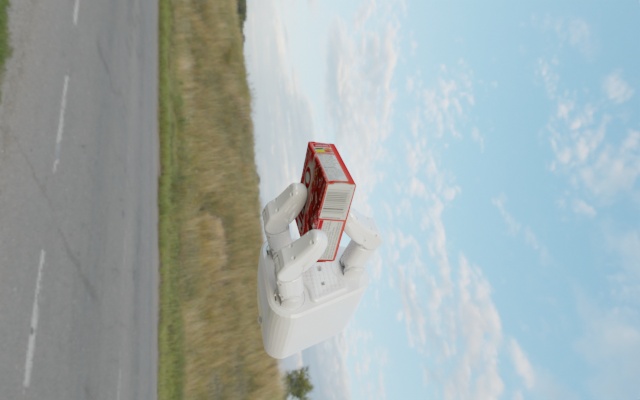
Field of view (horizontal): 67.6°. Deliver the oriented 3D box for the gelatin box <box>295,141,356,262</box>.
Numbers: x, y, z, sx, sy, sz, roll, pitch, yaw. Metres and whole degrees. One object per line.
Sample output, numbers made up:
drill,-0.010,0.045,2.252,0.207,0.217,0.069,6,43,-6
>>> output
gelatin box,0.001,0.001,0.443,0.030,0.089,0.073,2,34,-17
